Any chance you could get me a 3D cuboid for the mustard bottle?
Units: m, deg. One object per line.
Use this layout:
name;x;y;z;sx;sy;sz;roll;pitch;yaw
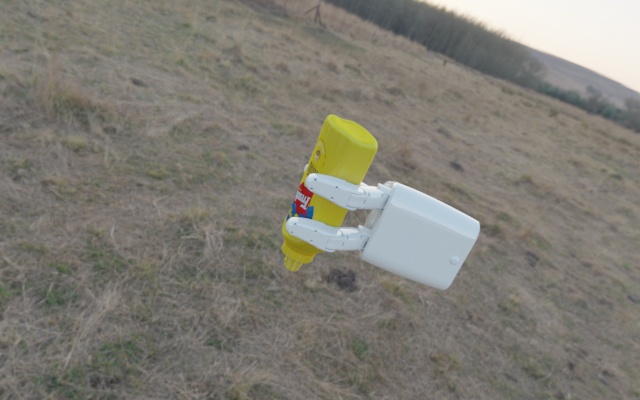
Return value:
mustard bottle;0.000;0.002;0.562;0.058;0.192;0.096;14;22;-23
